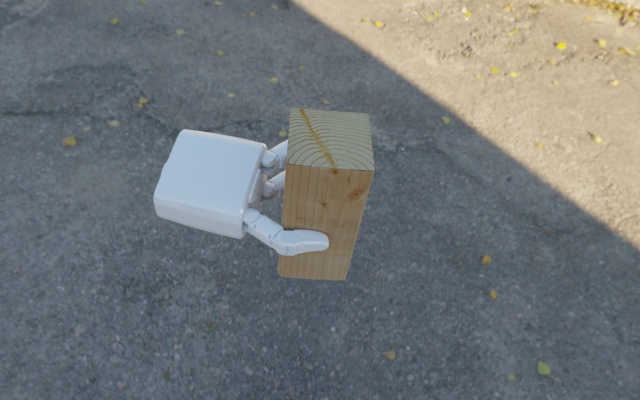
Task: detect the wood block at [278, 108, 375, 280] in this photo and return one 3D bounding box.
[{"bbox_3d":[0.000,0.002,0.573,0.090,0.090,0.206,4,-41,-4],"label":"wood block"}]
